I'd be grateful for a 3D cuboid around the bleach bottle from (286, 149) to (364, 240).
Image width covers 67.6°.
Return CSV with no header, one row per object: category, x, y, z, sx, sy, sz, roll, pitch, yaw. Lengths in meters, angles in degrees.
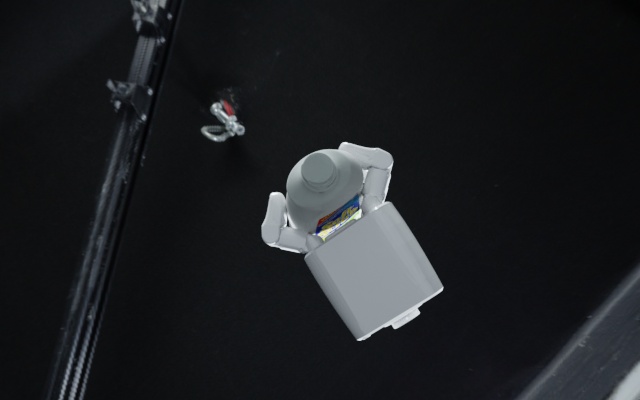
bleach bottle,0.000,0.002,0.536,0.102,0.068,0.251,-32,-13,-2
